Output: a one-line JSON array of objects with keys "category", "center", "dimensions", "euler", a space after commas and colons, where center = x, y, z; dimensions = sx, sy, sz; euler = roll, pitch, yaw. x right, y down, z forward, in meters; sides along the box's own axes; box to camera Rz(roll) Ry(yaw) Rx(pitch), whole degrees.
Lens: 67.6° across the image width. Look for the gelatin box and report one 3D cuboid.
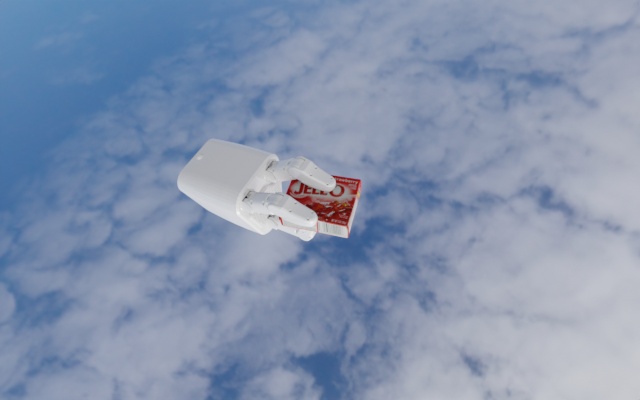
[{"category": "gelatin box", "center": [0.000, 0.002, 0.596], "dimensions": [0.089, 0.073, 0.030], "euler": [10, -35, 13]}]
